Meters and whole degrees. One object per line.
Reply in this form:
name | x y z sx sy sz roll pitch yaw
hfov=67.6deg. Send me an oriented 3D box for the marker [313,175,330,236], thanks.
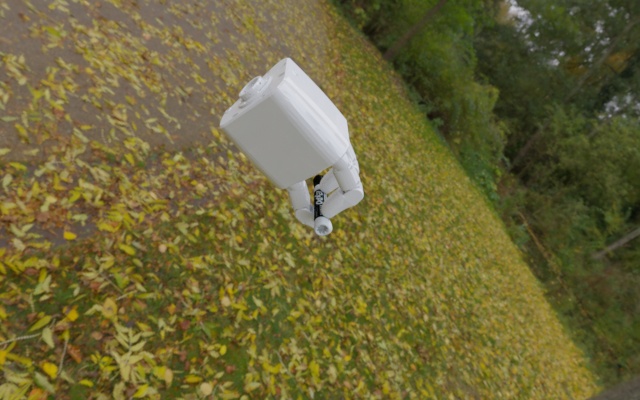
marker | 0.000 0.002 0.624 0.020 0.020 0.121 0 34 -2
